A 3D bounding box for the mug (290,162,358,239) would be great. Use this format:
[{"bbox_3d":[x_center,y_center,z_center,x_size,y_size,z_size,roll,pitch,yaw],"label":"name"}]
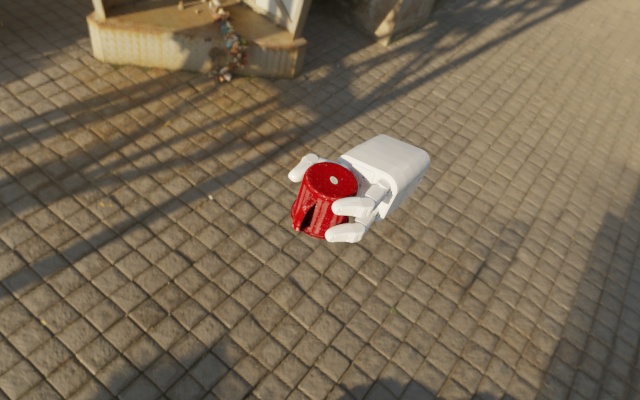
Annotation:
[{"bbox_3d":[-0.001,0.003,0.703,0.093,0.082,0.117,38,48,19],"label":"mug"}]
